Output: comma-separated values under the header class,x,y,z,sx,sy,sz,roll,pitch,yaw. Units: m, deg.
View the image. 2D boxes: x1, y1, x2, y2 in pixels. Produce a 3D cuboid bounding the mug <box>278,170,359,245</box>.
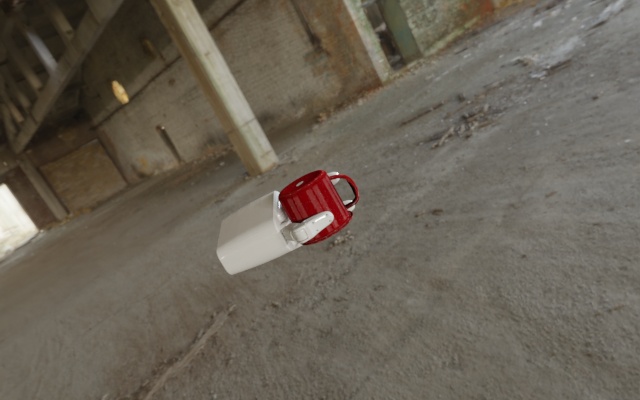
class,x,y,z,sx,sy,sz,roll,pitch,yaw
mug,0.001,0.002,0.710,0.117,0.081,0.093,-26,15,10
